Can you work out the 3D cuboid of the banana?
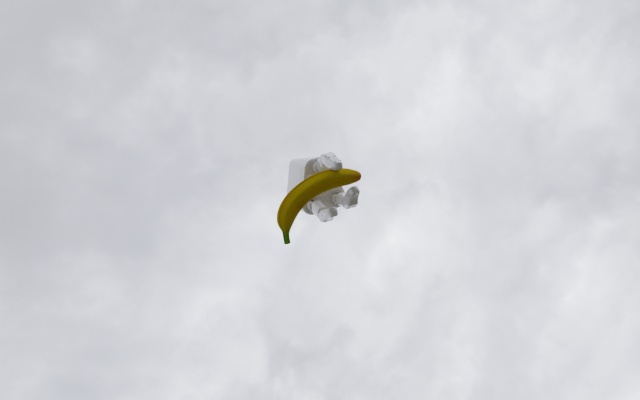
[{"bbox_3d":[-0.013,-0.009,0.867,0.197,0.070,0.037,-41,19,-16],"label":"banana"}]
